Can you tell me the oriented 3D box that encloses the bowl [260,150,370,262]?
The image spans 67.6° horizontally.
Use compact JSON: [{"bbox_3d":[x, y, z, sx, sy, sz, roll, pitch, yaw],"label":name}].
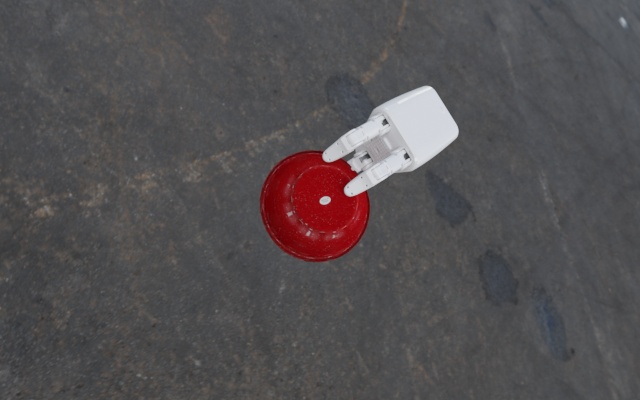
[{"bbox_3d":[-0.001,0.003,0.654,0.162,0.162,0.055,0,-10,-14],"label":"bowl"}]
